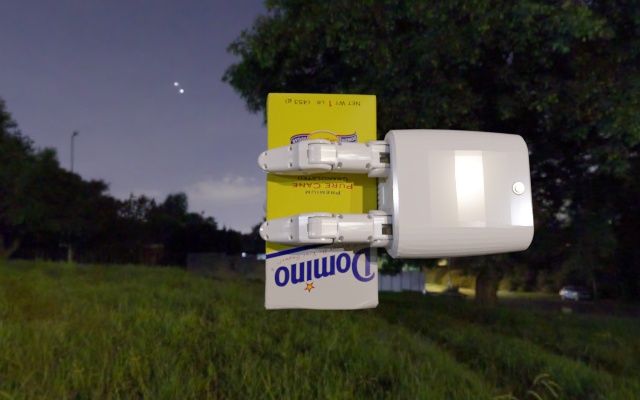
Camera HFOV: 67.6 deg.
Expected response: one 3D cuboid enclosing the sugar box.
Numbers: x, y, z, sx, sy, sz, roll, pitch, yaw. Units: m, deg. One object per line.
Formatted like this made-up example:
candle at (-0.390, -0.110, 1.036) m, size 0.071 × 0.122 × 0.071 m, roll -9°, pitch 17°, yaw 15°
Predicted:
sugar box at (0.000, 0.001, 0.402) m, size 0.093 × 0.176 × 0.048 m, roll 0°, pitch -8°, yaw -3°
